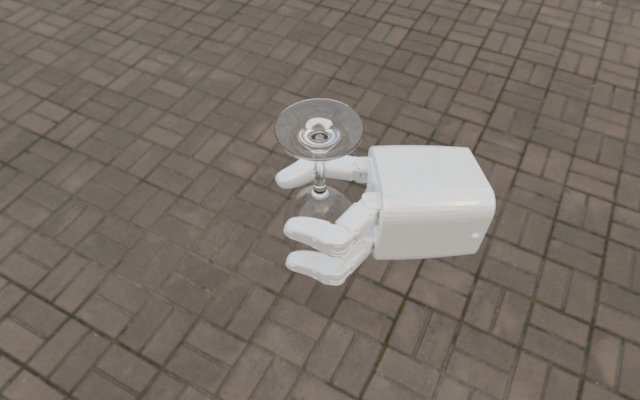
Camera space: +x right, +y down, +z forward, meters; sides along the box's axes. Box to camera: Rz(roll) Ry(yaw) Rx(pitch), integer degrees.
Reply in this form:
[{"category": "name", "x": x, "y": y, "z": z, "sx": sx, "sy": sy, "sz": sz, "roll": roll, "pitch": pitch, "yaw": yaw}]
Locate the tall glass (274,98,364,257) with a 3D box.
[{"category": "tall glass", "x": 0.000, "y": 0.001, "z": 0.471, "sx": 0.079, "sy": 0.079, "sz": 0.201, "roll": 0, "pitch": -38, "yaw": 0}]
